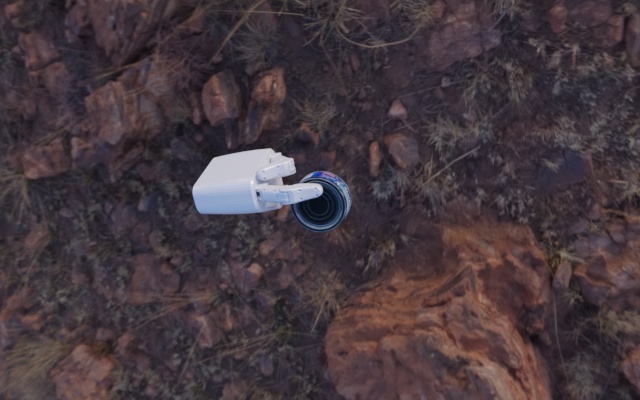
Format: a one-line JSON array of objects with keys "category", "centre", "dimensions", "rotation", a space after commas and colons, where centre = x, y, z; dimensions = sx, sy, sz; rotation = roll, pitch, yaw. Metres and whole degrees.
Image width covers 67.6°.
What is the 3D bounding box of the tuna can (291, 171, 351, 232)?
[{"category": "tuna can", "centre": [0.000, 0.002, 0.698], "dimensions": [0.086, 0.086, 0.033], "rotation": [0, 18, 15]}]
